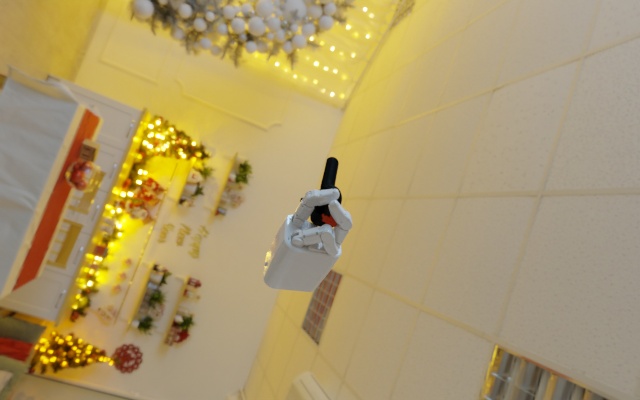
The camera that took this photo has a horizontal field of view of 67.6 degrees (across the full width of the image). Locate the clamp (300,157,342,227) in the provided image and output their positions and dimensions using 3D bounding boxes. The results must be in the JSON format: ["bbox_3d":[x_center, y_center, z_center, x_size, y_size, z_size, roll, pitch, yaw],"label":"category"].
[{"bbox_3d":[0.001,0.003,0.895,0.039,0.120,0.171,22,32,-16],"label":"clamp"}]
